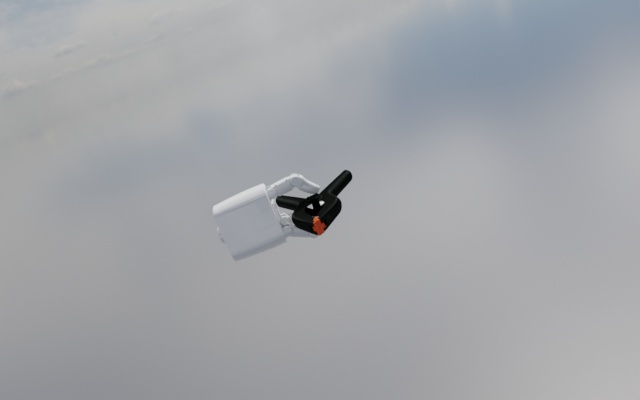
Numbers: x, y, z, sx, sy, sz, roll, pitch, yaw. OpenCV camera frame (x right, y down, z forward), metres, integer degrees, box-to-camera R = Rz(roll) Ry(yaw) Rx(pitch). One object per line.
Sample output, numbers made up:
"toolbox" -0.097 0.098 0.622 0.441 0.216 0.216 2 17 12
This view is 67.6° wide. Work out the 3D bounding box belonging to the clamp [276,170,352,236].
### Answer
"clamp" 0.000 0.002 0.892 0.164 0.036 0.210 -24 21 -1
